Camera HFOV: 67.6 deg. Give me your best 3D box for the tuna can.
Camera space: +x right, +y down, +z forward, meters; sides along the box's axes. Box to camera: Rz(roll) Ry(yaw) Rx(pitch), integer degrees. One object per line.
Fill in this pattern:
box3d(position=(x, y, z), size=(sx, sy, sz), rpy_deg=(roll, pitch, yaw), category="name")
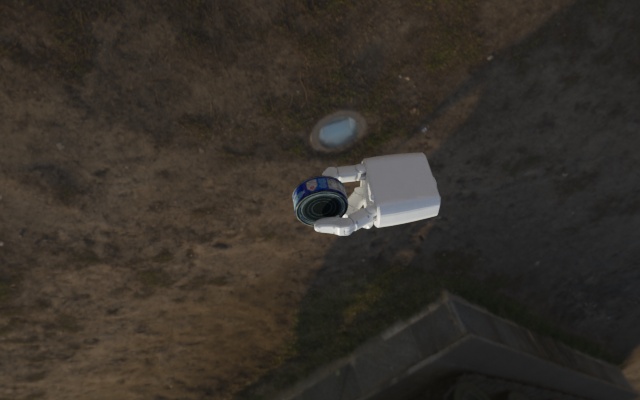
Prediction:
box3d(position=(0.000, 0.003, 0.750), size=(0.086, 0.033, 0.086), rpy_deg=(-6, -41, -6), category="tuna can")
